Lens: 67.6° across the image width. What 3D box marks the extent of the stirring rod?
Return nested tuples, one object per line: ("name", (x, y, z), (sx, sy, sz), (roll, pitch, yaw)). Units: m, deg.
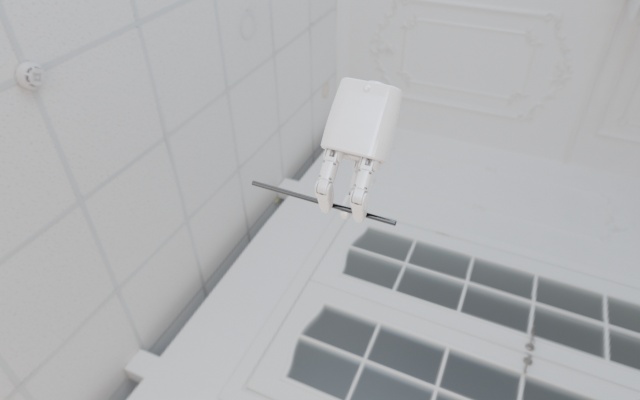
("stirring rod", (0.000, 0.002, 0.735), (0.239, 0.011, 0.011), (16, 5, 19))
